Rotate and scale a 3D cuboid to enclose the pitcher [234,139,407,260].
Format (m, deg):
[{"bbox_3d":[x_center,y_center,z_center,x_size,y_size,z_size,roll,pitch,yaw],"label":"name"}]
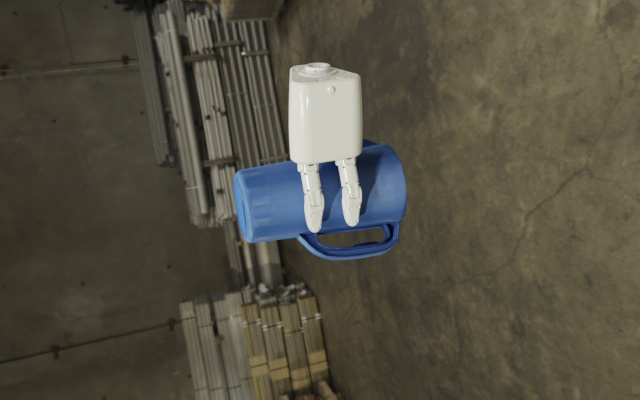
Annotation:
[{"bbox_3d":[0.000,0.002,0.720,0.243,0.145,0.149,-9,28,-16],"label":"pitcher"}]
